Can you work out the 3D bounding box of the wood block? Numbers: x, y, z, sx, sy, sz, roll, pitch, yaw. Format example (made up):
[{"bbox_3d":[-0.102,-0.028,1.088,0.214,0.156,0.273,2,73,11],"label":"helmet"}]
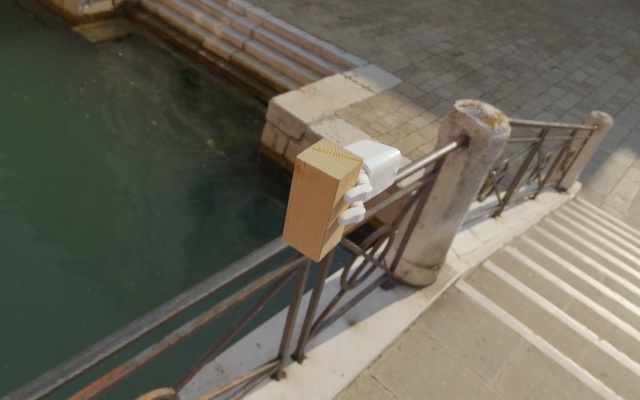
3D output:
[{"bbox_3d":[0.000,0.002,0.891,0.091,0.206,0.090,30,43,20],"label":"wood block"}]
